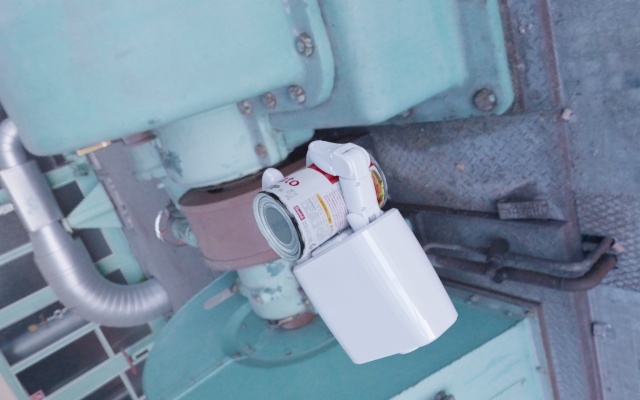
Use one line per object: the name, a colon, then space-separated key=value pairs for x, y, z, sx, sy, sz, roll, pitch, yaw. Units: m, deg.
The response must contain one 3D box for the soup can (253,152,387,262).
soup can: x=0.000 y=0.001 z=0.423 sx=0.102 sy=0.068 sz=0.068 roll=-30 pitch=16 yaw=-31
